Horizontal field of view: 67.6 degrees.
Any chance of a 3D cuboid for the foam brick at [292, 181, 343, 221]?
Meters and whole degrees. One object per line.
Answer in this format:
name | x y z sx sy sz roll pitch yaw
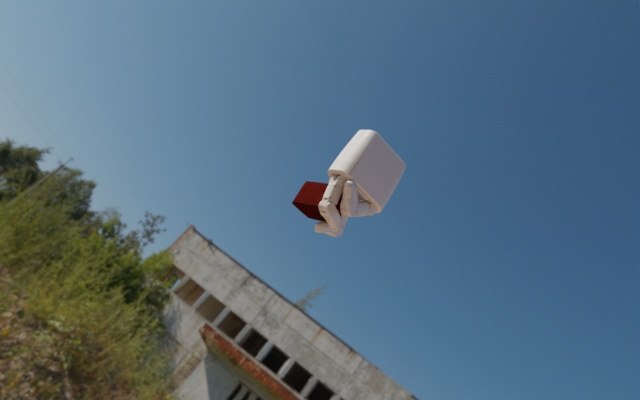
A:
foam brick | 0.000 0.003 0.860 0.078 0.051 0.053 10 -27 45
